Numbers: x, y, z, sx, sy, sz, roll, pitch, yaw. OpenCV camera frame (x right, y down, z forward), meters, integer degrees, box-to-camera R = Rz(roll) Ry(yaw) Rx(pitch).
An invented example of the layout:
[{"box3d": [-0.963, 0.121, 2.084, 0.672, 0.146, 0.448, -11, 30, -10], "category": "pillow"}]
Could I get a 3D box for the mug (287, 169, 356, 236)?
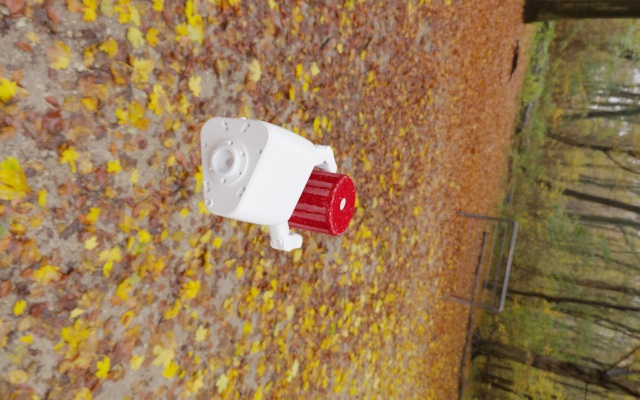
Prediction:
[{"box3d": [0.001, 0.002, 0.644, 0.081, 0.093, 0.117, 10, -1, 26], "category": "mug"}]
